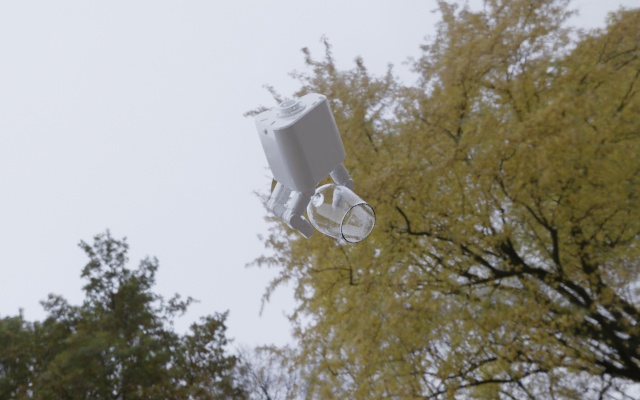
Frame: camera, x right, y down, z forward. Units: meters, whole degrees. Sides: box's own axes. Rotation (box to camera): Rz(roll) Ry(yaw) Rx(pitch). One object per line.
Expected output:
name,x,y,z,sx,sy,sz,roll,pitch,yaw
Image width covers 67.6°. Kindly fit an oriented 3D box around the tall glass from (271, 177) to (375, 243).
tall glass,0.000,0.002,0.757,0.079,0.079,0.201,0,18,-35
